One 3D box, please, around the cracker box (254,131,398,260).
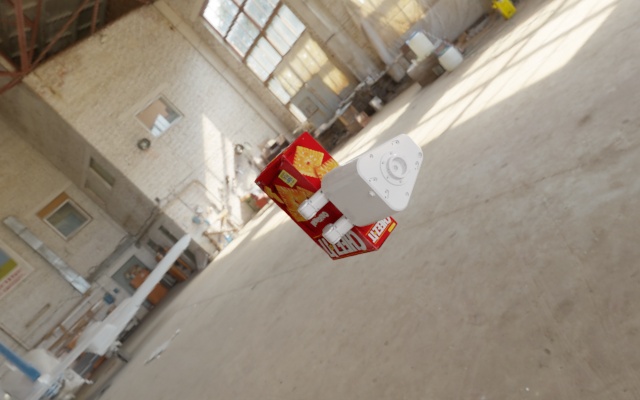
[{"bbox_3d":[0.000,0.002,0.813,0.072,0.214,0.164,-49,10,-26],"label":"cracker box"}]
